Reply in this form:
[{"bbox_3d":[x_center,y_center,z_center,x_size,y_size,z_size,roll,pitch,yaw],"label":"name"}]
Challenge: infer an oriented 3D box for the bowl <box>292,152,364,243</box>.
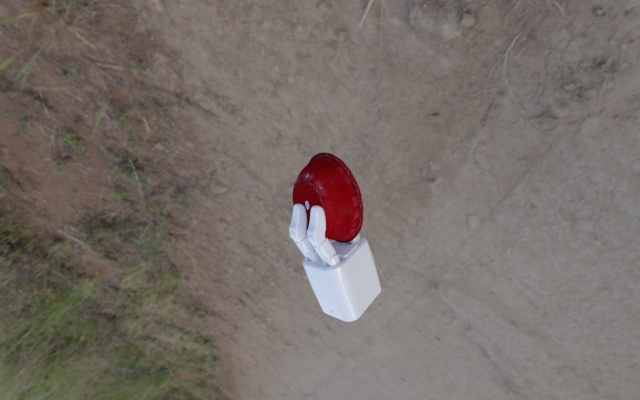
[{"bbox_3d":[-0.001,0.001,0.808,0.055,0.162,0.162,-18,10,-33],"label":"bowl"}]
